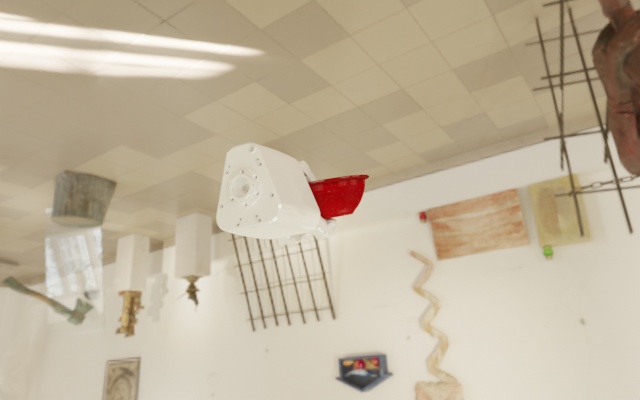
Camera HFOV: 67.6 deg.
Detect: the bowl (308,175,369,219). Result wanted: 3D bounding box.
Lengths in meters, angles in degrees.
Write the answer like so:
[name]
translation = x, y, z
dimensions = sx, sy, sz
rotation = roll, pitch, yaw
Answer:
[bowl]
translation = 0.001, 0.003, 0.736
dimensions = 0.162, 0.055, 0.162
rotation = -11, -2, 0
